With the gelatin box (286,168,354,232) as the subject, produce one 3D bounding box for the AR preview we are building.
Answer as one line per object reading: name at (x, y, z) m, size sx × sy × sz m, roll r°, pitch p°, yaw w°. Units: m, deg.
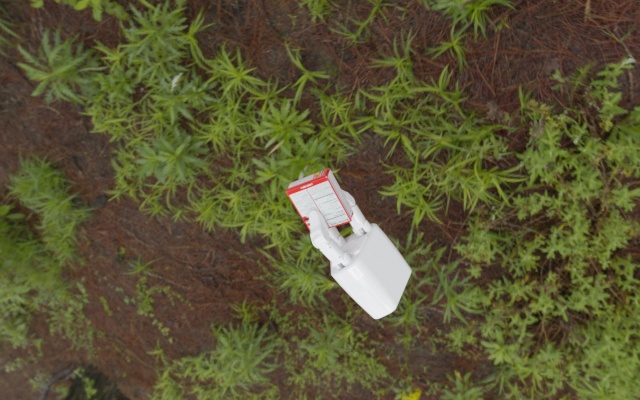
gelatin box at (0.000, 0.002, 0.743) m, size 0.073 × 0.089 × 0.030 m, roll -20°, pitch 26°, yaw 23°
